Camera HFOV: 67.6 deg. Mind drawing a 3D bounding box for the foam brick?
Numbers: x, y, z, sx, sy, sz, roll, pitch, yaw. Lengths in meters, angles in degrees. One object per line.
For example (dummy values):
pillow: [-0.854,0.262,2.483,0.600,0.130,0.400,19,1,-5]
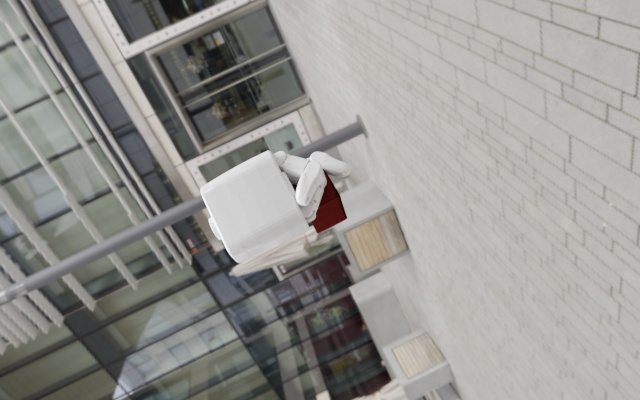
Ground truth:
foam brick: [0.000,0.002,0.686,0.051,0.053,0.078,-28,-29,-3]
